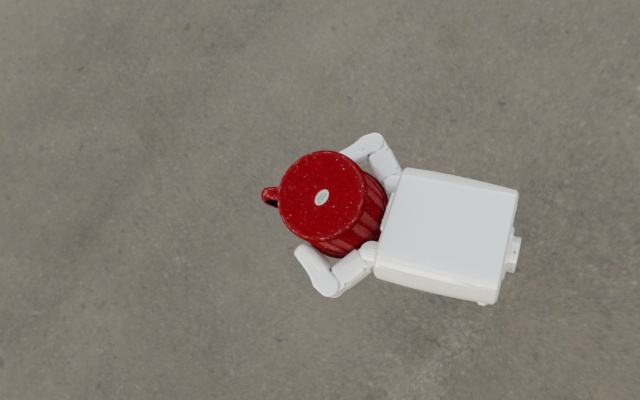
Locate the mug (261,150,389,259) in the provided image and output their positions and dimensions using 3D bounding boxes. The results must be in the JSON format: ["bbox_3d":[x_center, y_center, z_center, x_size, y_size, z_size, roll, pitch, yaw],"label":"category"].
[{"bbox_3d":[-0.001,0.001,0.444,0.117,0.093,0.081,9,-9,20],"label":"mug"}]
